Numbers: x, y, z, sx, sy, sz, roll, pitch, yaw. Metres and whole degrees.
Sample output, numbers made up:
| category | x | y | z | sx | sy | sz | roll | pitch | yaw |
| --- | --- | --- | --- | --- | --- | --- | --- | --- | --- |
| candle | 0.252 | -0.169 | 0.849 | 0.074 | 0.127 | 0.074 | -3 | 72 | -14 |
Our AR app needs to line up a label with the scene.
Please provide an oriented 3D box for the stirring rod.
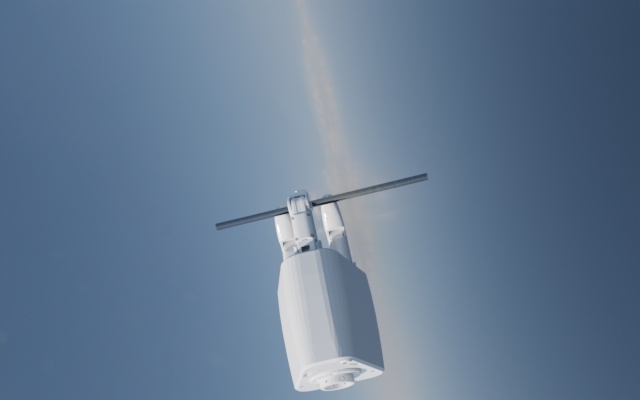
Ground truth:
| category | x | y | z | sx | sy | sz | roll | pitch | yaw |
| --- | --- | --- | --- | --- | --- | --- | --- | --- | --- |
| stirring rod | 0.000 | 0.002 | 0.530 | 0.239 | 0.011 | 0.011 | -14 | -1 | 3 |
